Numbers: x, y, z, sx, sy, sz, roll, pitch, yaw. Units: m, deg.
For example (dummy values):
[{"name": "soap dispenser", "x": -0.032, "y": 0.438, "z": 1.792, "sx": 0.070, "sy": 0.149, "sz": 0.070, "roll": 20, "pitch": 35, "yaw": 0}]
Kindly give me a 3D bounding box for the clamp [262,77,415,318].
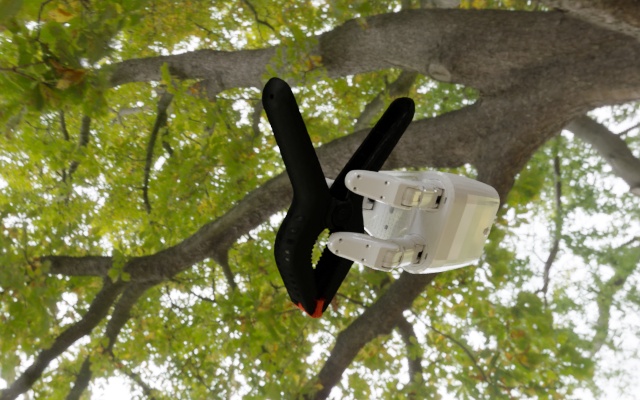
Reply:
[{"name": "clamp", "x": 0.000, "y": 0.002, "z": 0.402, "sx": 0.164, "sy": 0.210, "sz": 0.036, "roll": 5, "pitch": 15, "yaw": -45}]
